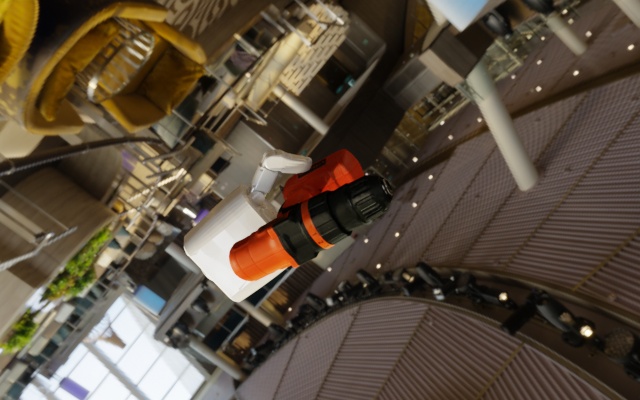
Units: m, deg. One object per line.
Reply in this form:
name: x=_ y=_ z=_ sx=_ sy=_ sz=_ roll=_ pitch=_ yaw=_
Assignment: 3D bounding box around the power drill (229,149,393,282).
power drill: x=0.000 y=0.002 z=0.530 sx=0.184 sy=0.057 sz=0.187 roll=-27 pitch=13 yaw=20
